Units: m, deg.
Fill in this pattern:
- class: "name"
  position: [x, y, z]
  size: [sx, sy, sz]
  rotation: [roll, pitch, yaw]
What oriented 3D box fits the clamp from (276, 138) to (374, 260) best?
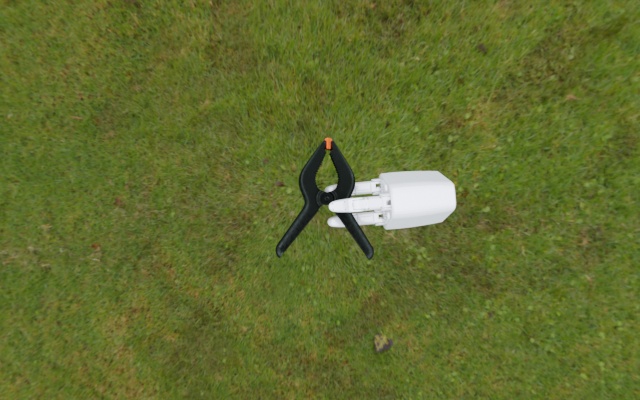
- class: "clamp"
  position: [0.000, 0.002, 0.800]
  size: [0.164, 0.210, 0.036]
  rotation: [-5, 1, -4]
